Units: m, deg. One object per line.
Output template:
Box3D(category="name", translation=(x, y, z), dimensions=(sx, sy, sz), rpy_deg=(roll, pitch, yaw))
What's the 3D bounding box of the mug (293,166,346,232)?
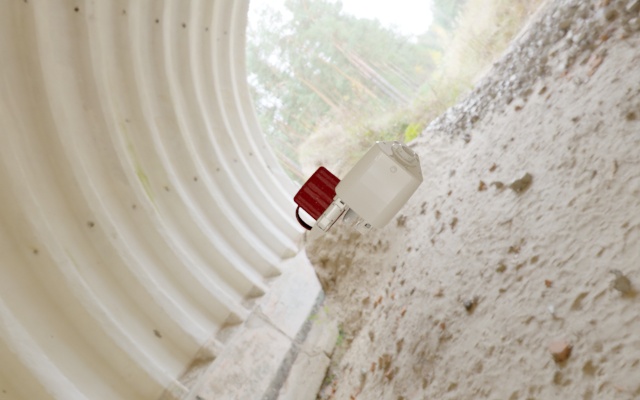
Box3D(category="mug", translation=(-0.001, 0.004, 0.833), dimensions=(0.081, 0.117, 0.093), rpy_deg=(40, 27, 1))
